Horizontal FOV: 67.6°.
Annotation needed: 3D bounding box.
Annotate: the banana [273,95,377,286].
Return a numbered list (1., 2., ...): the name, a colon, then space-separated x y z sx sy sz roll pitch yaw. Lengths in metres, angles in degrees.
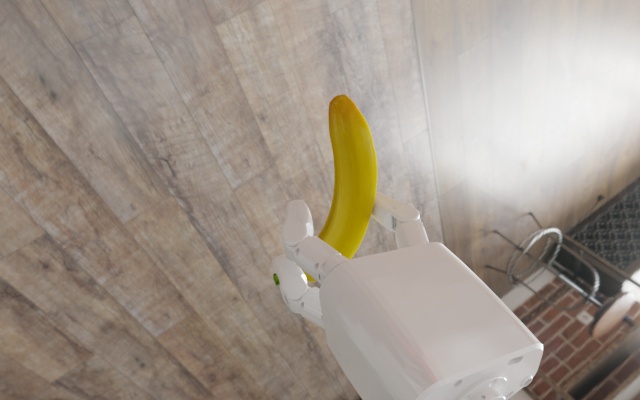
1. banana: 0.015 0.005 0.424 0.069 0.198 0.037 2 31 -29
